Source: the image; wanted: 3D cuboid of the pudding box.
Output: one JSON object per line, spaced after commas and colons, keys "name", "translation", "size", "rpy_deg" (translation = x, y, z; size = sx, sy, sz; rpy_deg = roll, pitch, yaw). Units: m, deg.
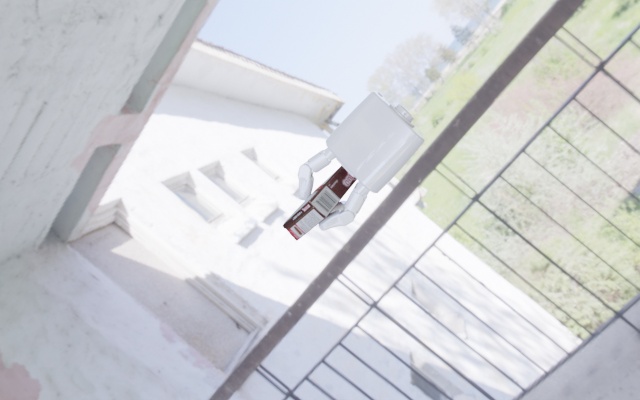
{"name": "pudding box", "translation": [0.000, 0.002, 0.755], "size": [0.090, 0.039, 0.113], "rpy_deg": [-42, 3, 47]}
